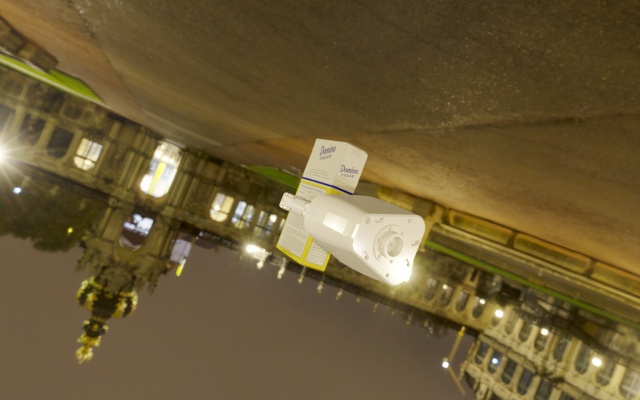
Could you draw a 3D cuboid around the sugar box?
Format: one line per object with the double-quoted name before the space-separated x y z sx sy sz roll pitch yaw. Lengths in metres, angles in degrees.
"sugar box" 0.001 0.003 0.685 0.048 0.176 0.093 24 -1 -31
